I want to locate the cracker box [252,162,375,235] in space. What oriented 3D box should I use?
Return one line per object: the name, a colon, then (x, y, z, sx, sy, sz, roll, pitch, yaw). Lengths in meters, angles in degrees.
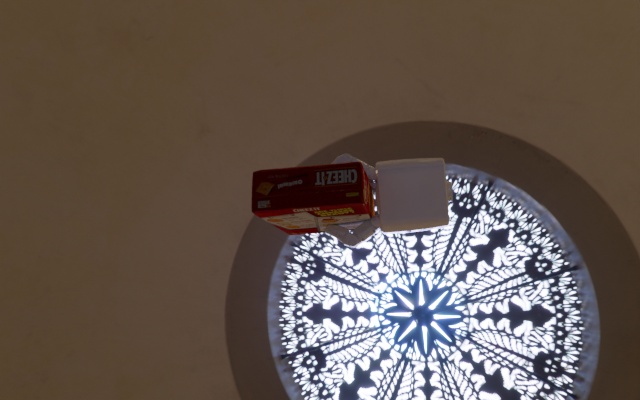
cracker box: (0.000, 0.003, 0.774, 0.164, 0.072, 0.214, -5, -14, 10)
